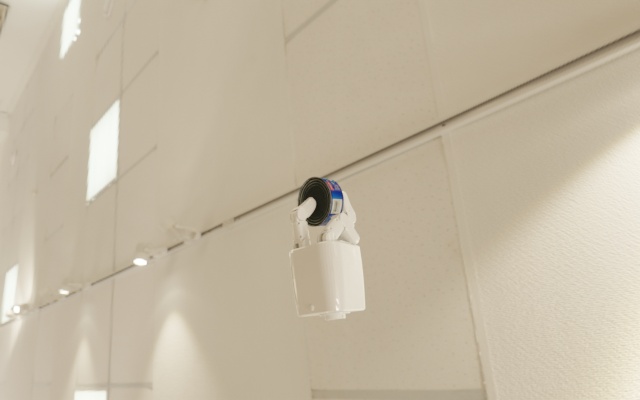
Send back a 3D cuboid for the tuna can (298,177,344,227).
[{"bbox_3d":[0.001,0.003,0.827,0.034,0.086,0.086,3,-2,-42],"label":"tuna can"}]
